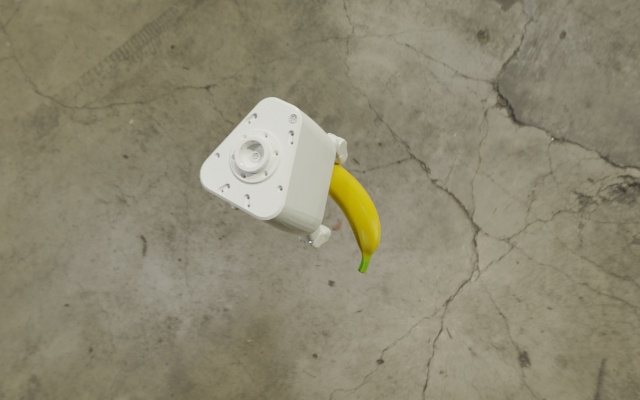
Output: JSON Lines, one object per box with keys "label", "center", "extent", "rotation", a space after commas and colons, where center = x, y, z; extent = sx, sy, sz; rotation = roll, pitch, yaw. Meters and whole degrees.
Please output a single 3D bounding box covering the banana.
{"label": "banana", "center": [0.016, -0.007, 0.596], "extent": [0.069, 0.197, 0.037], "rotation": [-40, -17, 11]}
